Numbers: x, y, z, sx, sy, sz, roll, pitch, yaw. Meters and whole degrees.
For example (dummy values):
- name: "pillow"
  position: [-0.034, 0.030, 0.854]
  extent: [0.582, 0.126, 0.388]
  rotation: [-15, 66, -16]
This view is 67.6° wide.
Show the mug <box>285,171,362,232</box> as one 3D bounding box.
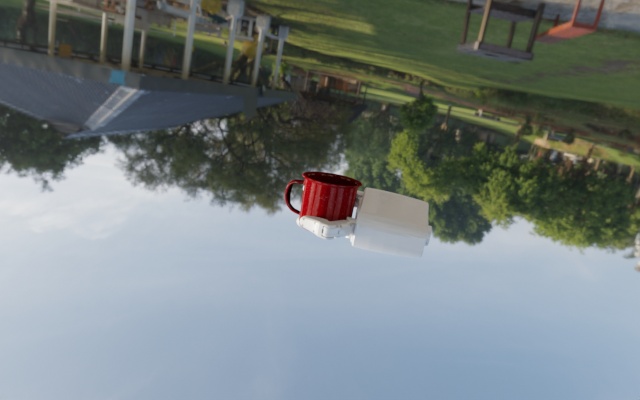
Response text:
- name: "mug"
  position: [-0.001, 0.002, 0.746]
  extent: [0.117, 0.081, 0.093]
  rotation: [12, 14, 8]
